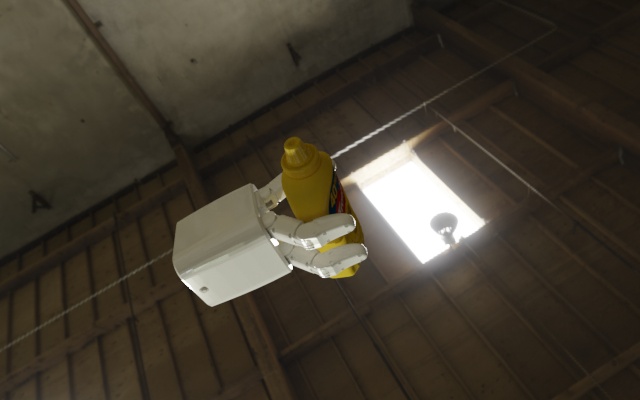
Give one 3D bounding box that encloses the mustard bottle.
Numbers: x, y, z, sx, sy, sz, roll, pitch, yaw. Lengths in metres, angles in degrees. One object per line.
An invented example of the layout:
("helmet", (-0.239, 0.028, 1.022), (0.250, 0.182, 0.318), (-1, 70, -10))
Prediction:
("mustard bottle", (0.000, 0.002, 0.544), (0.058, 0.096, 0.192), (-8, -41, 17))
